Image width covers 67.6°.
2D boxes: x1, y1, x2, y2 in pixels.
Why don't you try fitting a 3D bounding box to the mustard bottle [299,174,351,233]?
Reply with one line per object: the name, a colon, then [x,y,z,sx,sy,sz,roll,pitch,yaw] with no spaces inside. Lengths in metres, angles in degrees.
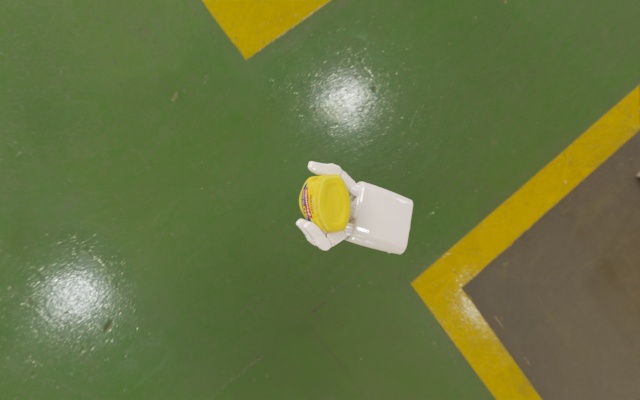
mustard bottle: [0.000,0.003,0.872,0.058,0.096,0.191,-8,3,-14]
